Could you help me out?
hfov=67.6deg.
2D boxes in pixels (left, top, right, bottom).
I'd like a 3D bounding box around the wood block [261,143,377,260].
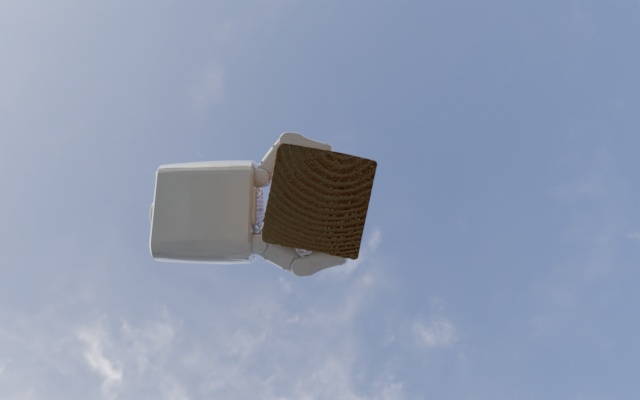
[{"bbox_3d":[0.000,0.001,0.516,0.090,0.091,0.206,11,0,1],"label":"wood block"}]
